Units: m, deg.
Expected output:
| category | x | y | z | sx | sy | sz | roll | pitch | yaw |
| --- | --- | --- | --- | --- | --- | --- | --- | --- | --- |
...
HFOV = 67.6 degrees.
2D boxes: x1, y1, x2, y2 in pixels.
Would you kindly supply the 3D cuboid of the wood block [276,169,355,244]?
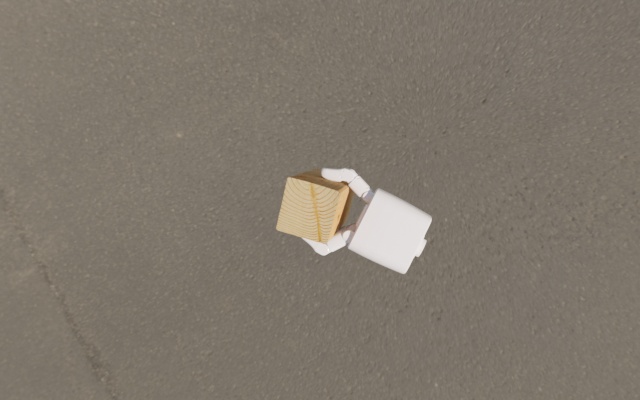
| category | x | y | z | sx | sy | sz | roll | pitch | yaw |
| --- | --- | --- | --- | --- | --- | --- | --- | --- | --- |
| wood block | 0.001 | 0.003 | 0.853 | 0.090 | 0.091 | 0.206 | 16 | 10 | 9 |
